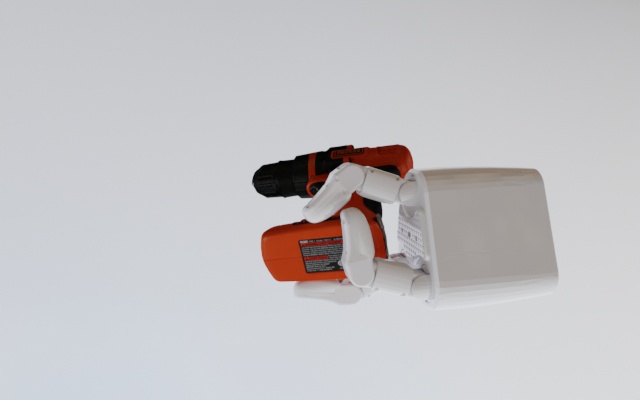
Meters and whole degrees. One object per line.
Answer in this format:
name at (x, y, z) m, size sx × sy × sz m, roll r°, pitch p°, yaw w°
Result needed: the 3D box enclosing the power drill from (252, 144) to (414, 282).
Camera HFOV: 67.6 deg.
power drill at (0.000, 0.002, 0.477) m, size 0.184 × 0.057 × 0.187 m, roll -8°, pitch 29°, yaw 14°
